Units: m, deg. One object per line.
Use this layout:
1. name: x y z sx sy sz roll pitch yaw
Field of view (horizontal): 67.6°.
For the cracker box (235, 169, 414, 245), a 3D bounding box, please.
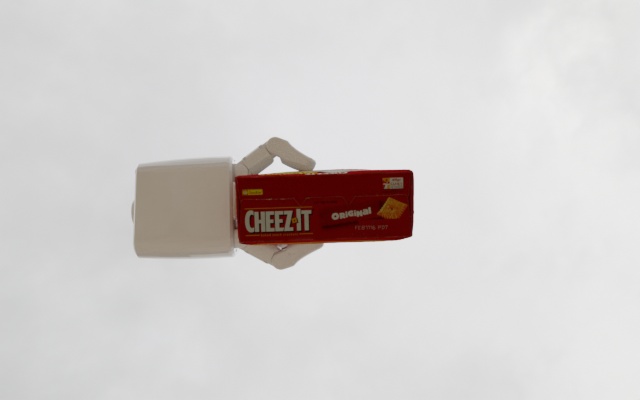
1. cracker box: 0.000 0.002 0.536 0.164 0.072 0.213 -3 4 -2
